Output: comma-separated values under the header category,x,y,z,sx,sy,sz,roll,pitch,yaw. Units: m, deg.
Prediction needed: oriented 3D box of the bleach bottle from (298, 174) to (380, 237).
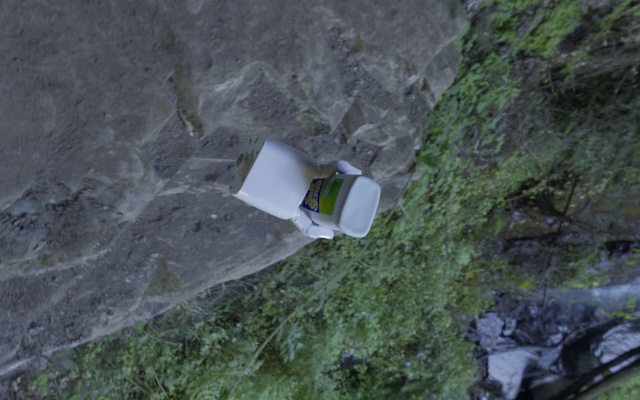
category,x,y,z,sx,sy,sz,roll,pitch,yaw
bleach bottle,0.000,0.003,0.865,0.068,0.102,0.251,25,-11,-30
